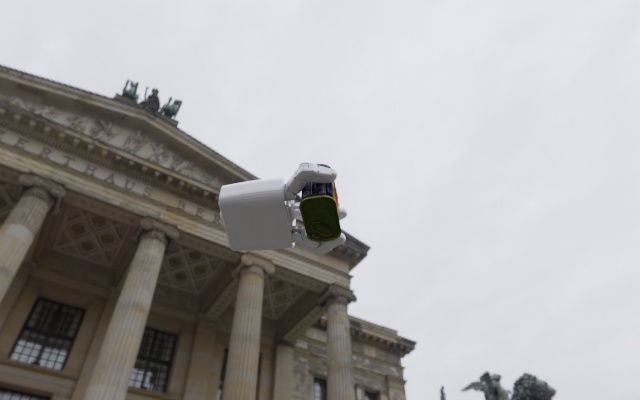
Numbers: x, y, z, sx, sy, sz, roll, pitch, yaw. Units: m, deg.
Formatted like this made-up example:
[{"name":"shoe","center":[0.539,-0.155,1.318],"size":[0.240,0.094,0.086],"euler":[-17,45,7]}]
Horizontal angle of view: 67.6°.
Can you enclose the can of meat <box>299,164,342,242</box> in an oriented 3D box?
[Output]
[{"name":"can of meat","center":[0.000,0.002,0.780],"size":[0.057,0.102,0.083],"euler":[-7,44,6]}]
